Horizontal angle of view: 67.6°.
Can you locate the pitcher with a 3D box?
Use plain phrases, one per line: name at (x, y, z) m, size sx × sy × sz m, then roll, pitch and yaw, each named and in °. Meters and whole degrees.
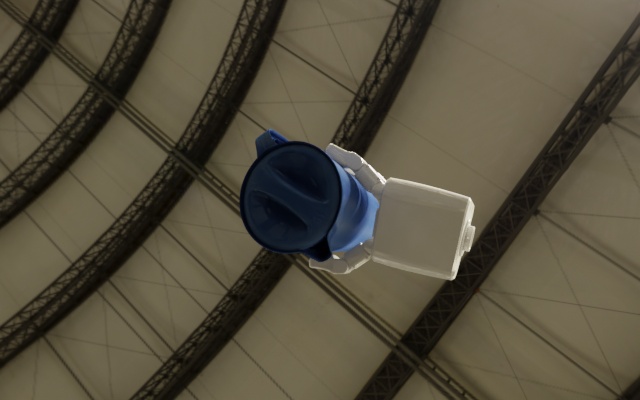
pitcher at (0.000, 0.002, 0.663) m, size 0.145 × 0.149 × 0.243 m, roll 12°, pitch -3°, yaw 22°
